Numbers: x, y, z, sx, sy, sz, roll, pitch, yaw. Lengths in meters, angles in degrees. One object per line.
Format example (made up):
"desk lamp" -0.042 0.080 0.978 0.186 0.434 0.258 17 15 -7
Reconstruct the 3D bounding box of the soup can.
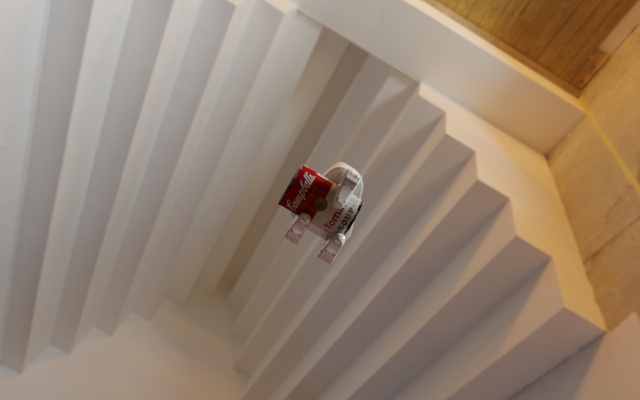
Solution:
"soup can" 0.000 0.002 0.674 0.102 0.068 0.068 31 -2 -3
